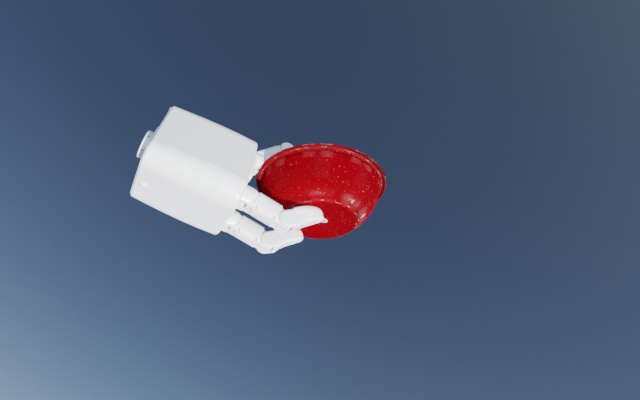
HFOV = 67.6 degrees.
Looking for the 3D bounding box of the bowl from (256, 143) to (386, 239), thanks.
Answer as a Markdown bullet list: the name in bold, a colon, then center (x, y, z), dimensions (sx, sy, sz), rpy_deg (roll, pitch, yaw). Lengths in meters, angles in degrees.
- **bowl**: center (0.001, 0.002, 0.583), dimensions (0.162, 0.055, 0.162), rpy_deg (1, -33, 1)
